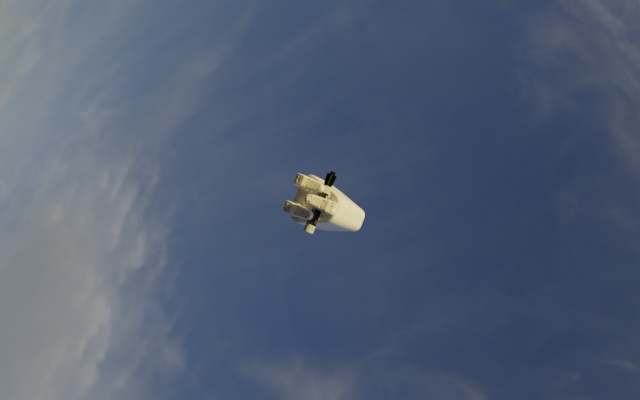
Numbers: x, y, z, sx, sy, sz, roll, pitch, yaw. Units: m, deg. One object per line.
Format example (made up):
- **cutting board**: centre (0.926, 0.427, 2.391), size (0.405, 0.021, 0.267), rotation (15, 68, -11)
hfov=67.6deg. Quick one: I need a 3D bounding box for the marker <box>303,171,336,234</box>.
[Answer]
- **marker**: centre (0.000, 0.003, 0.883), size (0.020, 0.121, 0.020), rotation (23, -1, 1)
